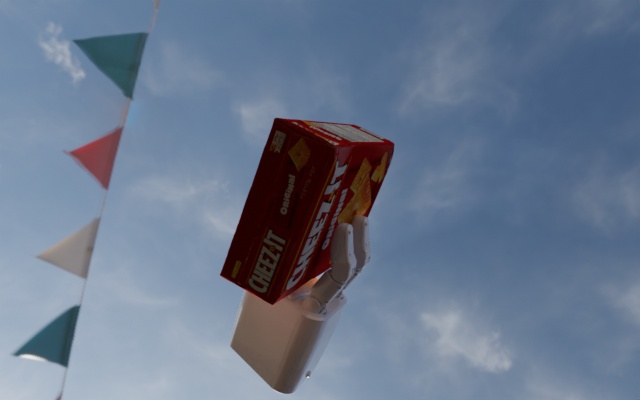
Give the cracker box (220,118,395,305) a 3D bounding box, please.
[{"bbox_3d":[0.000,0.002,0.521,0.072,0.164,0.213,26,16,18],"label":"cracker box"}]
